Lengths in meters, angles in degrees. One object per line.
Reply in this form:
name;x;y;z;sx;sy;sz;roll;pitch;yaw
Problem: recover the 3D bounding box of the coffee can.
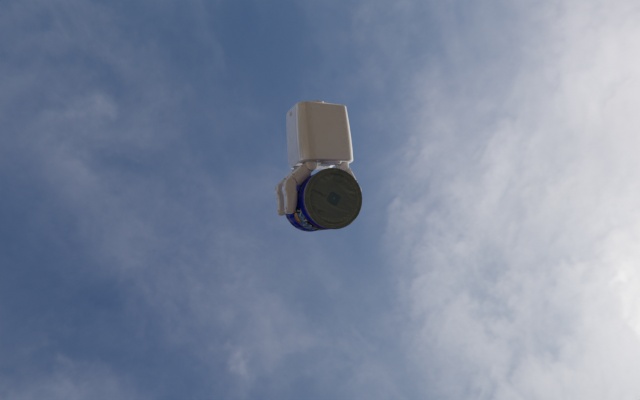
coffee can;0.000;0.003;0.855;0.103;0.103;0.140;0;-5;-19
